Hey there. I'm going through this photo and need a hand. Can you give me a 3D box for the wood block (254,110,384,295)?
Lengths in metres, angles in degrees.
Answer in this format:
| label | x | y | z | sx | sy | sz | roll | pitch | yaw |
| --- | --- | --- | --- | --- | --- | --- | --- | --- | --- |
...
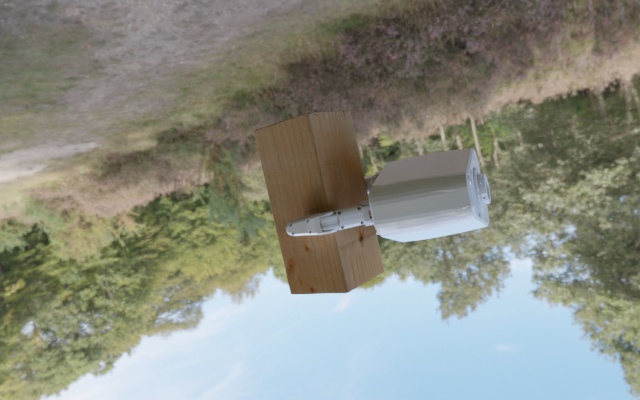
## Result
| label | x | y | z | sx | sy | sz | roll | pitch | yaw |
| --- | --- | --- | --- | --- | --- | --- | --- | --- | --- |
| wood block | 0.000 | 0.002 | 0.588 | 0.090 | 0.206 | 0.091 | -10 | 4 | 39 |
